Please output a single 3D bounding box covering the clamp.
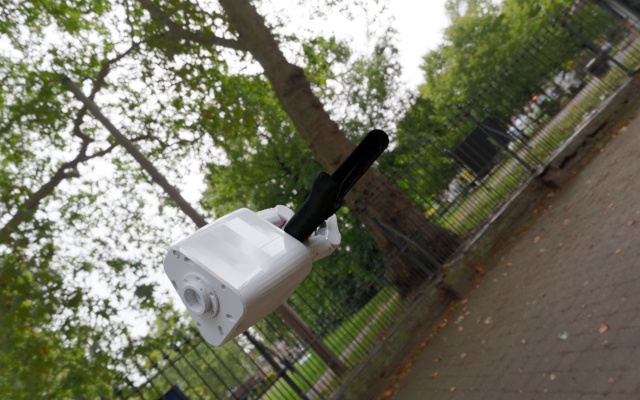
[{"bbox_3d":[0.000,0.001,0.507,0.120,0.039,0.171,-30,-19,-51],"label":"clamp"}]
